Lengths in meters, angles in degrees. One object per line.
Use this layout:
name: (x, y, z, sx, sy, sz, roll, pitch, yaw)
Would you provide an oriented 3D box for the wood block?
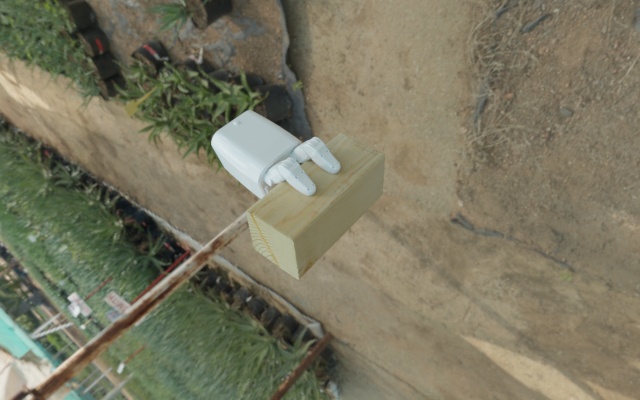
wood block: (0.000, 0.002, 0.703, 0.090, 0.091, 0.206, 30, 55, 27)
